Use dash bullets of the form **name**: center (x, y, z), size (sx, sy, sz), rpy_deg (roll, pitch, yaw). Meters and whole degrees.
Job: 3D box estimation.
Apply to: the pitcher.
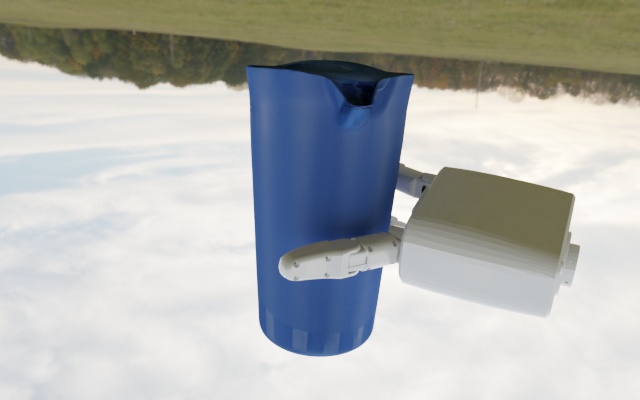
- **pitcher**: center (0.000, 0.001, 0.424), size (0.145, 0.243, 0.149), rpy_deg (13, 19, 27)
